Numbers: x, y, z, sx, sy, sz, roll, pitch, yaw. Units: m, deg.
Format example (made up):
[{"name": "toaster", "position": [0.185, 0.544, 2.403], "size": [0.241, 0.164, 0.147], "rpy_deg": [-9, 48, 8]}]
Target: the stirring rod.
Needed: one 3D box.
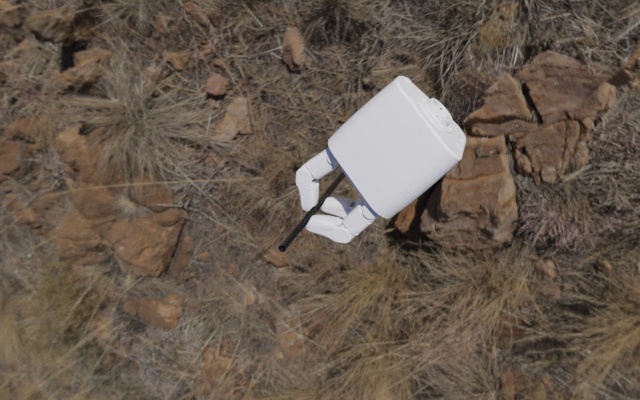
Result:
[{"name": "stirring rod", "position": [0.000, 0.002, 0.601], "size": [0.011, 0.011, 0.239], "rpy_deg": [0, 24, 22]}]
